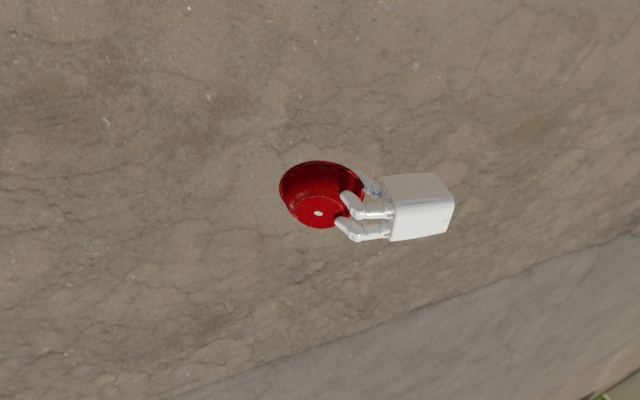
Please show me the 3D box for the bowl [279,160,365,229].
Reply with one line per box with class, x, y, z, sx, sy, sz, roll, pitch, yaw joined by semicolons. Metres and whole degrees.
bowl;-0.001;0.003;0.875;0.162;0.055;0.162;4;-42;3
